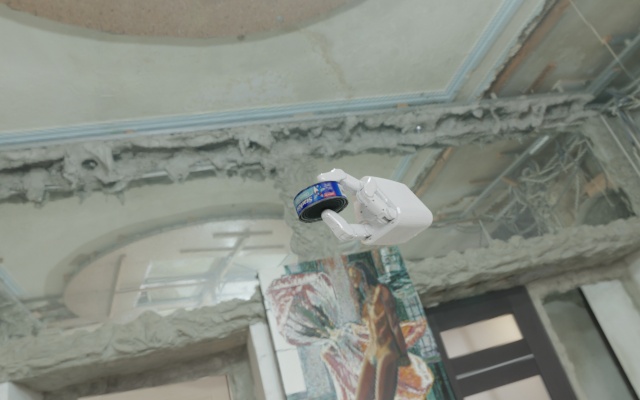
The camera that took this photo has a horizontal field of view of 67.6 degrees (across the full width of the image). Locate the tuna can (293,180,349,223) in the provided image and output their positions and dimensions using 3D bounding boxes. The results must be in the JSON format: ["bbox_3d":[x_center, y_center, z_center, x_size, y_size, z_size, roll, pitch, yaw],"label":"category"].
[{"bbox_3d":[0.000,0.002,0.778,0.086,0.033,0.086,-18,-22,-7],"label":"tuna can"}]
